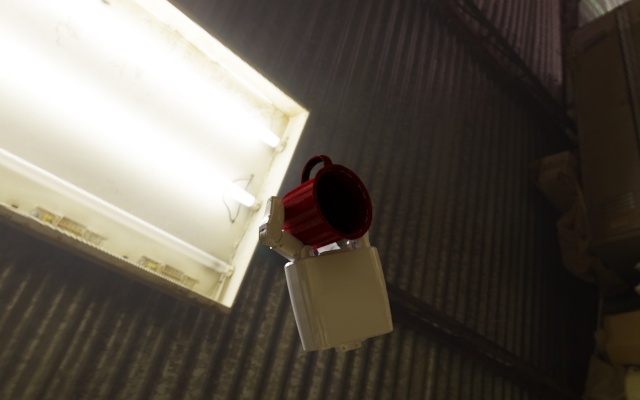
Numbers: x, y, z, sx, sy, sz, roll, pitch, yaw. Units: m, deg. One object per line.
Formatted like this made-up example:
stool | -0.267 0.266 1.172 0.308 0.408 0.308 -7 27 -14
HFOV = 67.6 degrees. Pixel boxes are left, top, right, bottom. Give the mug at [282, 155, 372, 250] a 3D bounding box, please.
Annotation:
mug | 0.000 0.001 0.586 0.093 0.117 0.081 2 -20 -41
